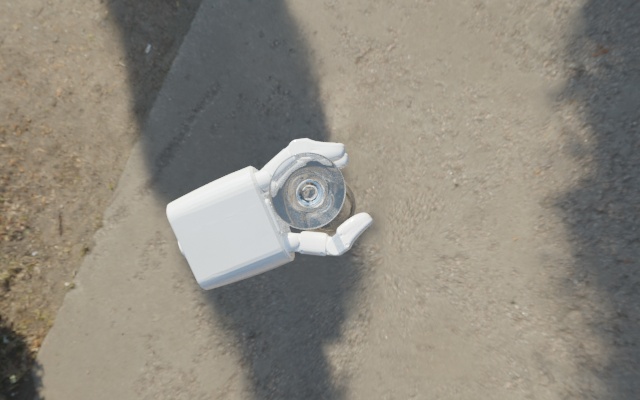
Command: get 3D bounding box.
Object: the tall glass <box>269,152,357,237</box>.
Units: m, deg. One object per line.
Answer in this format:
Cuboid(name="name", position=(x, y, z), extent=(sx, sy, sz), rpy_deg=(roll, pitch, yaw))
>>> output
Cuboid(name="tall glass", position=(0.000, 0.002, 0.550), extent=(0.079, 0.079, 0.201), rpy_deg=(0, -6, 8))
